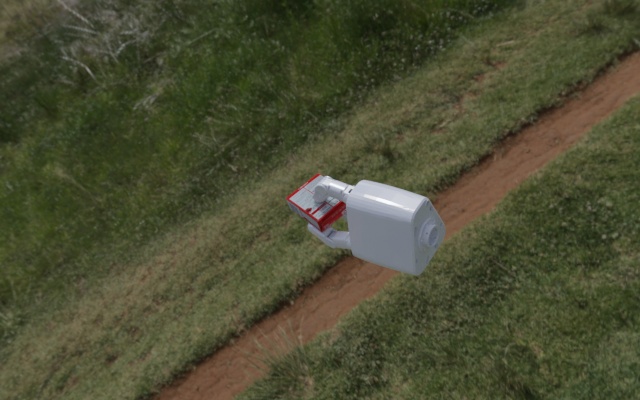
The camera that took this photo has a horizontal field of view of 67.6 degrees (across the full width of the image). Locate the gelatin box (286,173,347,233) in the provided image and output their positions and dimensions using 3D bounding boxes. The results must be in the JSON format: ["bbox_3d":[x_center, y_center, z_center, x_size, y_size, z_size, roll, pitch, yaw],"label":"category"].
[{"bbox_3d":[0.000,0.002,0.764,0.073,0.030,0.089,-39,46,-18],"label":"gelatin box"}]
